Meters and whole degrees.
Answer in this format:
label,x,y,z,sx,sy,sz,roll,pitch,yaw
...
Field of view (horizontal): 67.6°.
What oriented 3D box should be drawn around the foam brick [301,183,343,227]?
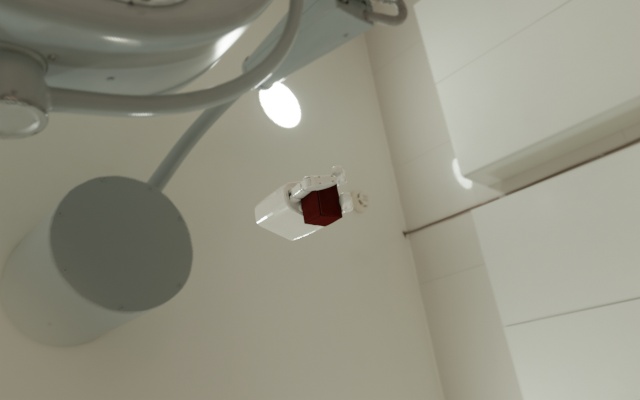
label,x,y,z,sx,sy,sz,roll,pitch,yaw
foam brick,0.000,0.003,0.879,0.053,0.078,0.051,10,-29,-39
